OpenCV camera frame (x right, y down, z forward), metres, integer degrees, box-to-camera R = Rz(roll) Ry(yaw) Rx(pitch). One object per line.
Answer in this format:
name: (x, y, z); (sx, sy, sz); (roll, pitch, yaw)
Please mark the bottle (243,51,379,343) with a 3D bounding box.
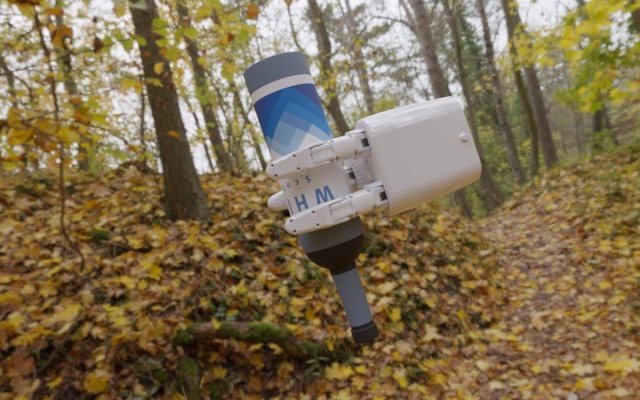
bottle: (0.000, 0.001, 0.488); (0.069, 0.295, 0.069); (-19, 0, 0)
